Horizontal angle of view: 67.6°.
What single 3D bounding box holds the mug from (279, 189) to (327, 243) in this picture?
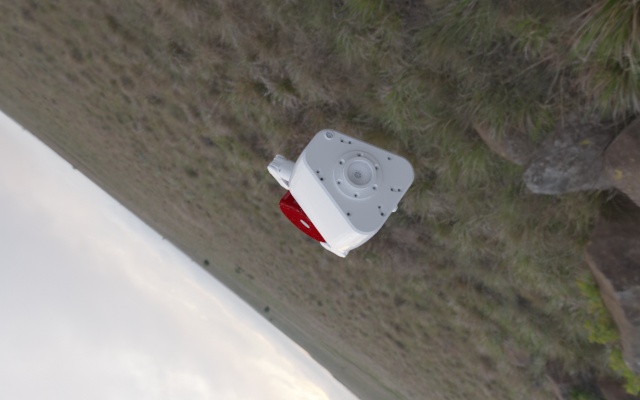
[{"bbox_3d":[0.000,0.002,0.618,0.093,0.081,0.117,38,-16,2],"label":"mug"}]
